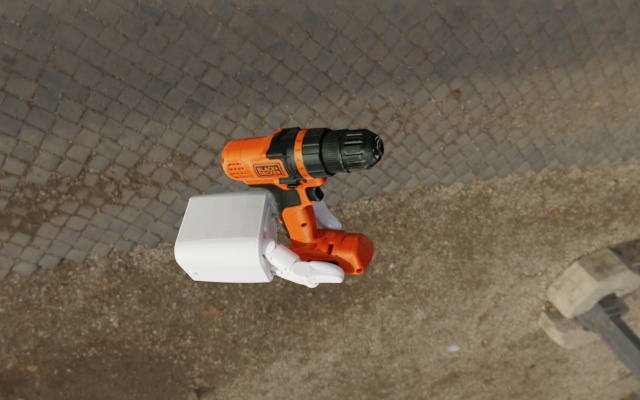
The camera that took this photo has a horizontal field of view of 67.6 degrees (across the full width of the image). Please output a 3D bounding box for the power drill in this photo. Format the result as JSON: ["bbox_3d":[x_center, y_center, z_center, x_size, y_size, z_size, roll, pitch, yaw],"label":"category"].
[{"bbox_3d":[0.000,0.002,0.537,0.184,0.188,0.057,0,40,29],"label":"power drill"}]
